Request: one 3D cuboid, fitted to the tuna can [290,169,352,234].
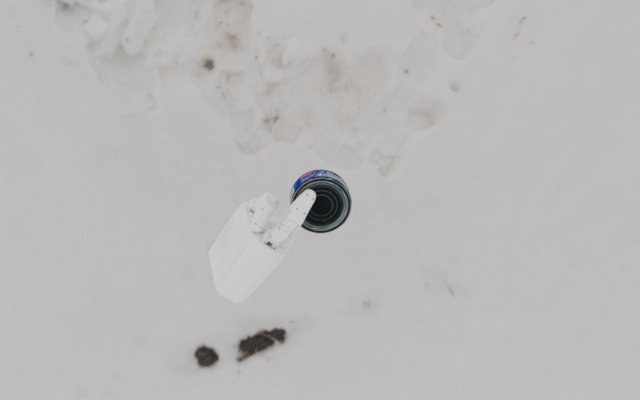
[{"bbox_3d":[0.000,0.002,0.665,0.086,0.086,0.033,0,21,-4],"label":"tuna can"}]
